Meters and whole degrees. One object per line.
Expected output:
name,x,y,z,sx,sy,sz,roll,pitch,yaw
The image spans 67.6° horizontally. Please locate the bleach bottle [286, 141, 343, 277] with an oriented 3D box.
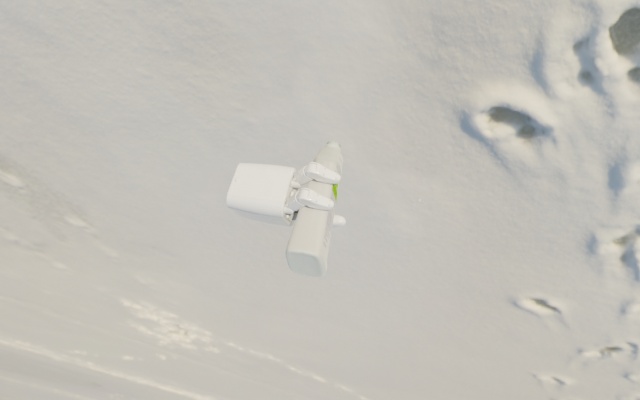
bleach bottle,0.000,0.003,0.863,0.068,0.250,0.103,8,-31,10
